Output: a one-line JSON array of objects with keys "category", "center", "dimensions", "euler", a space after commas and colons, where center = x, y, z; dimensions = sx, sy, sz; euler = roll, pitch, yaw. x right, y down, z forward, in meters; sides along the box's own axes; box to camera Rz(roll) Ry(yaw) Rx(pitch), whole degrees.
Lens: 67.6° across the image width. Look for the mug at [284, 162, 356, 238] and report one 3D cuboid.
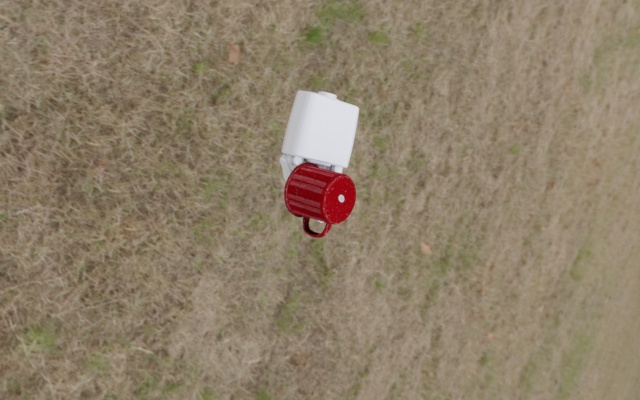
[{"category": "mug", "center": [0.000, 0.004, 0.765], "dimensions": [0.081, 0.117, 0.093], "euler": [16, 7, 41]}]
